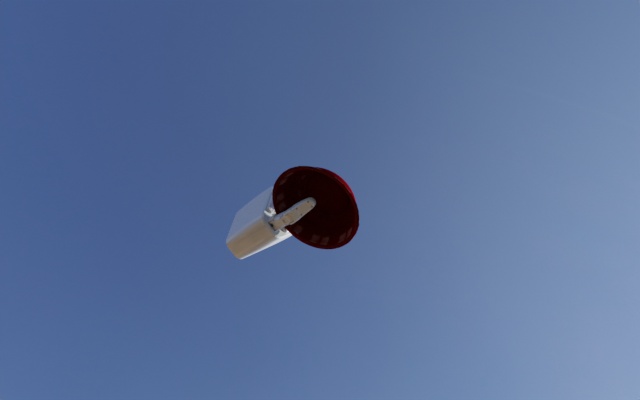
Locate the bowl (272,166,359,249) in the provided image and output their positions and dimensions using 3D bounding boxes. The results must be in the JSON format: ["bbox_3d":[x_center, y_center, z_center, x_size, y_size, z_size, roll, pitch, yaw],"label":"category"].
[{"bbox_3d":[0.001,0.002,0.817,0.162,0.162,0.055,0,30,30],"label":"bowl"}]
